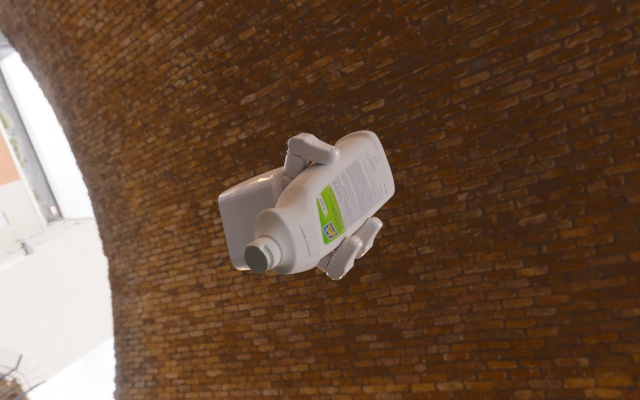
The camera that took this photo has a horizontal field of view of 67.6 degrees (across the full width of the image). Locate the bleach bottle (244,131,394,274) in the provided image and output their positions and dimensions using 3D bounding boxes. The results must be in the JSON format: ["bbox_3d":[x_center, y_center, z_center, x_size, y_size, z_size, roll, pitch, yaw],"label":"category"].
[{"bbox_3d":[0.000,0.002,0.535,0.068,0.102,0.250,-15,13,36],"label":"bleach bottle"}]
